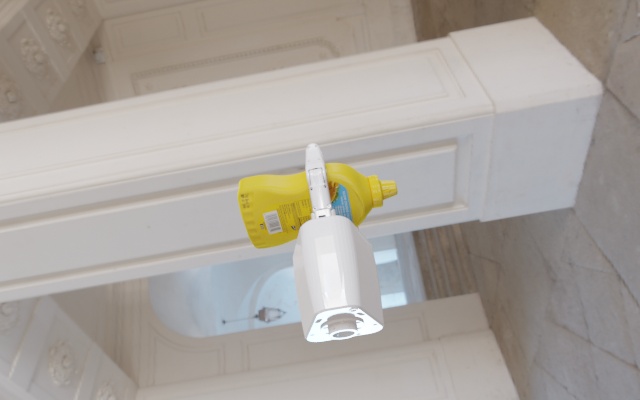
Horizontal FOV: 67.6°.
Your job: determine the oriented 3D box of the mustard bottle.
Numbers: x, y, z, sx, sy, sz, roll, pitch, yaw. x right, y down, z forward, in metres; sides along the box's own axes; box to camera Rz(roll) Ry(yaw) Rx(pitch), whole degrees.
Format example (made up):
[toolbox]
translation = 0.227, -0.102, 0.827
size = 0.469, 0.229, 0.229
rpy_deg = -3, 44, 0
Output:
[mustard bottle]
translation = 0.000, 0.002, 0.596
size = 0.191, 0.096, 0.058
rpy_deg = -10, 34, 3
